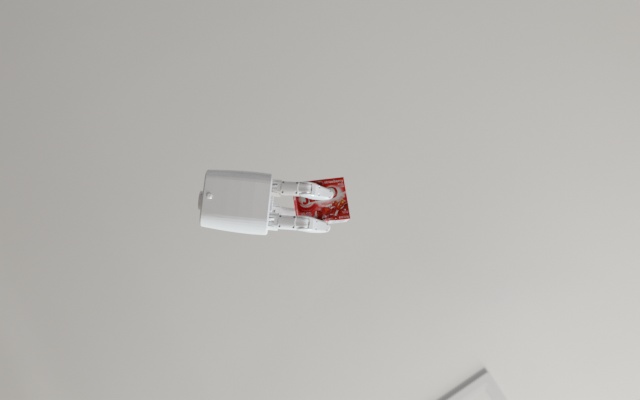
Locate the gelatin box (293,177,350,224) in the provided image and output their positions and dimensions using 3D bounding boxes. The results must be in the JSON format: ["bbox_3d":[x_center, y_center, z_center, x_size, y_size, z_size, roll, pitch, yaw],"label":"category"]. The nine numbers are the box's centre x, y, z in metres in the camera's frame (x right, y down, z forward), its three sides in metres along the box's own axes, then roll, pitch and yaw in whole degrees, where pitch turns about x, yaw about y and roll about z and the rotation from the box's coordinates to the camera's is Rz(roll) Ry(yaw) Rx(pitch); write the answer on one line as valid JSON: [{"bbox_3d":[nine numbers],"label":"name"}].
[{"bbox_3d":[0.000,0.003,0.799,0.089,0.073,0.030,-6,-11,-14],"label":"gelatin box"}]
